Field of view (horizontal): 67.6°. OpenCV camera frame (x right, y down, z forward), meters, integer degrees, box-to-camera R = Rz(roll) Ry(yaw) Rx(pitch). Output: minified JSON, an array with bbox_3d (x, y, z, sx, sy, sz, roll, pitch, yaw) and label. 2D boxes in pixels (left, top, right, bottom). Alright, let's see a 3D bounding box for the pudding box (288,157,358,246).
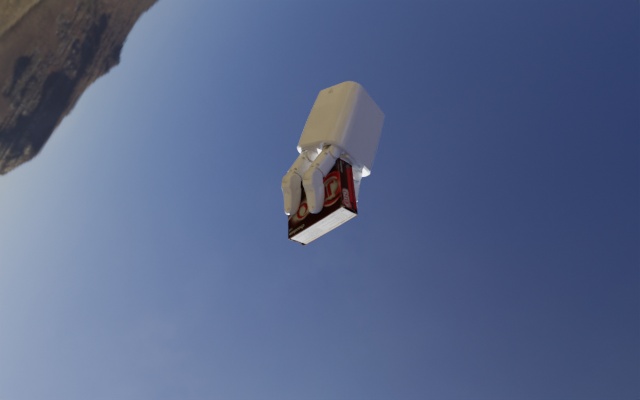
[{"bbox_3d":[0.000,0.002,0.699,0.039,0.090,0.113,27,-46,-34],"label":"pudding box"}]
